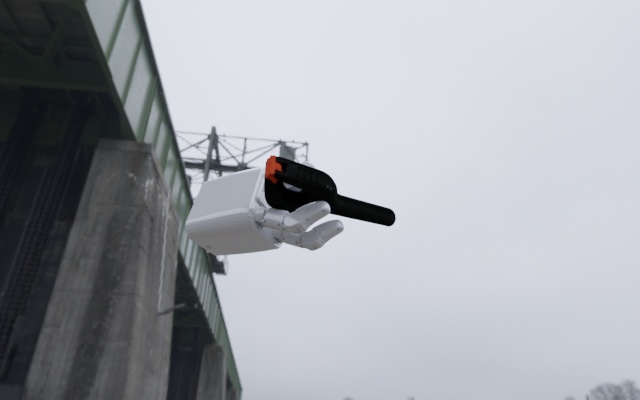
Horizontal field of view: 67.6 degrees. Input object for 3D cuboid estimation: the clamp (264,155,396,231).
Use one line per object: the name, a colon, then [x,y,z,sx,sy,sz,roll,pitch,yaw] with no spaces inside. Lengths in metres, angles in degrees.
clamp: [0.000,0.001,0.633,0.164,0.036,0.210,-12,-31,19]
